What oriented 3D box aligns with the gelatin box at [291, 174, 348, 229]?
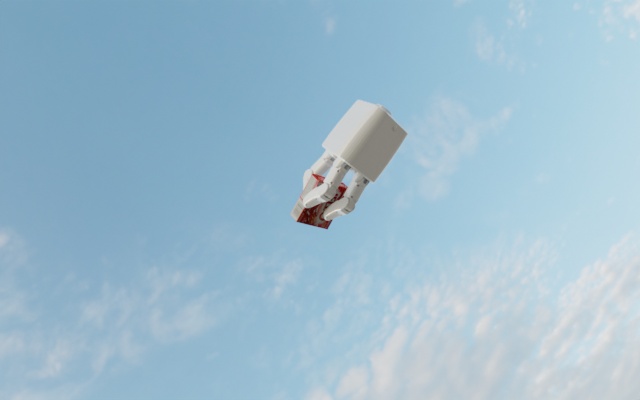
[{"bbox_3d":[0.000,0.003,0.840,0.073,0.089,0.030,16,21,-39],"label":"gelatin box"}]
